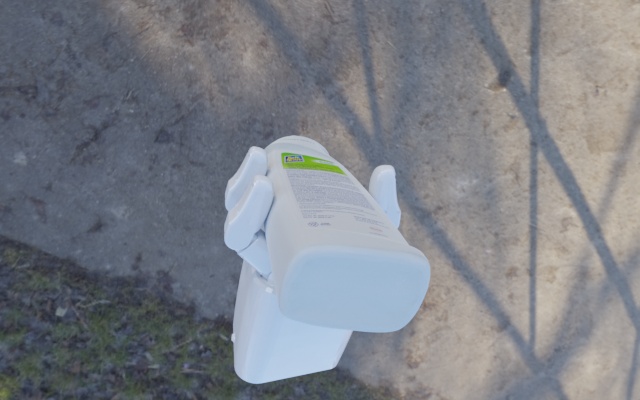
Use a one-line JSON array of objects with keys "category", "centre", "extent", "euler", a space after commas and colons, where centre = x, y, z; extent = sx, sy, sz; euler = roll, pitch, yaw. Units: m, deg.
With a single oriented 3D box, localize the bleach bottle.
[{"category": "bleach bottle", "centre": [0.000, 0.001, 0.411], "extent": [0.102, 0.068, 0.250], "euler": [10, 25, -16]}]
